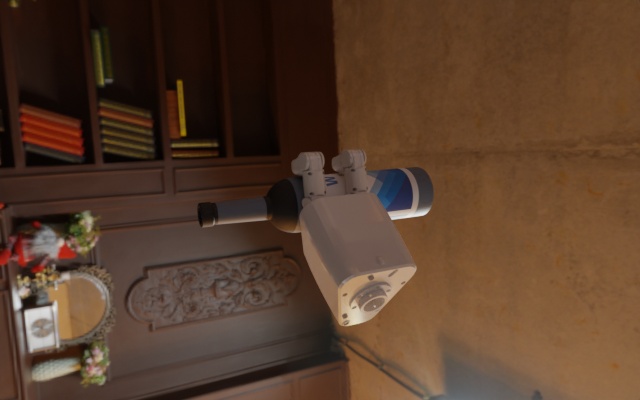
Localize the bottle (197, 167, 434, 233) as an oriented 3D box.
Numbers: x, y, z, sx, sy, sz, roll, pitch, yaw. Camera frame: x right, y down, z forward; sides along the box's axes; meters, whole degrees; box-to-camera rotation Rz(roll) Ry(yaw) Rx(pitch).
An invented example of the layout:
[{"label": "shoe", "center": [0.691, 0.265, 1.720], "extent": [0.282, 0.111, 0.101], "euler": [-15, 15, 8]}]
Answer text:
[{"label": "bottle", "center": [0.000, 0.002, 0.586], "extent": [0.295, 0.069, 0.069], "euler": [-6, 3, -25]}]
